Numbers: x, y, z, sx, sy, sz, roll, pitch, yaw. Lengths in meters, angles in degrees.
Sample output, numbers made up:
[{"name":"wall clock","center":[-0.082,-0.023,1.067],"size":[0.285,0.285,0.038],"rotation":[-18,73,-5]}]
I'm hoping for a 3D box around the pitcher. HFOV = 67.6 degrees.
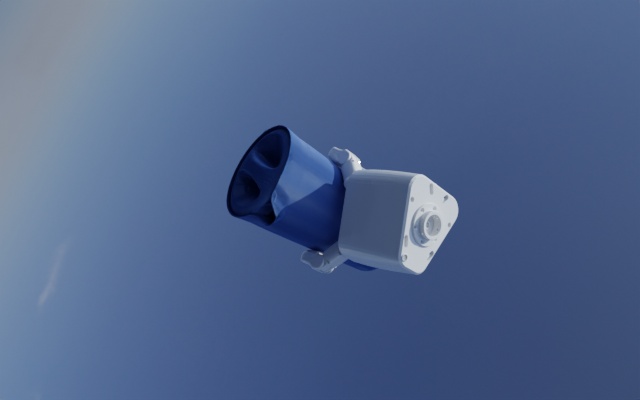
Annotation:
[{"name":"pitcher","center":[0.000,0.002,0.680],"size":[0.243,0.149,0.145],"rotation":[31,-15,-33]}]
